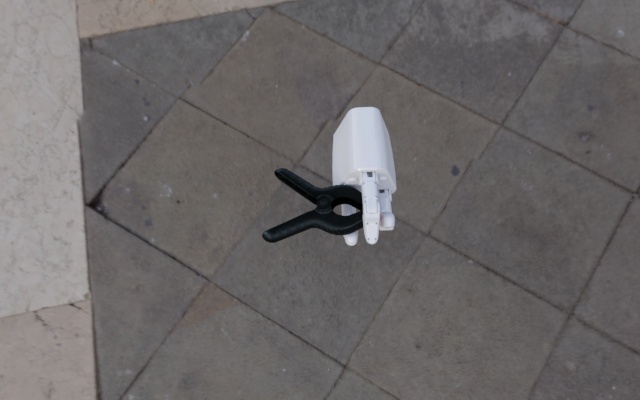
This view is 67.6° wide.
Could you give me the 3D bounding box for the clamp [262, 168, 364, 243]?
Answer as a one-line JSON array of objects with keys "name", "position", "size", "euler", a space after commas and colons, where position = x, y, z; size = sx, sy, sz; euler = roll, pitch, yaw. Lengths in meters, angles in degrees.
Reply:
[{"name": "clamp", "position": [0.000, 0.002, 0.706], "size": [0.171, 0.120, 0.039], "euler": [-2, -22, 0]}]
